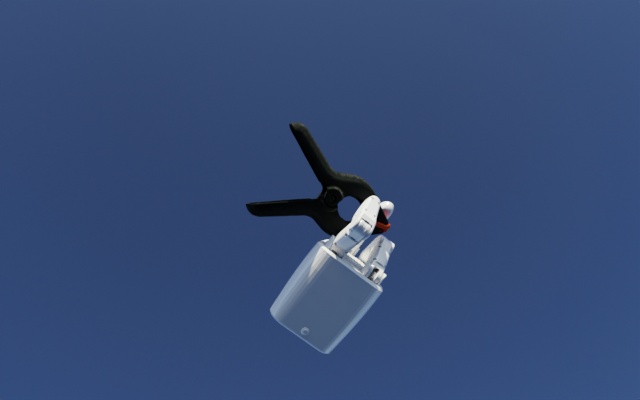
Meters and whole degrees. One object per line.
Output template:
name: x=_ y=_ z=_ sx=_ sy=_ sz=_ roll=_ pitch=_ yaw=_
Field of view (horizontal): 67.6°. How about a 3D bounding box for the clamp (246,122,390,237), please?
clamp: x=0.000 y=0.002 z=0.574 sx=0.171 sy=0.120 sz=0.039 roll=37 pitch=4 yaw=-9
